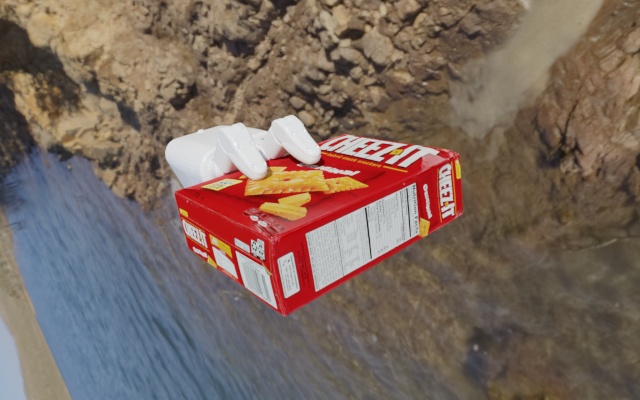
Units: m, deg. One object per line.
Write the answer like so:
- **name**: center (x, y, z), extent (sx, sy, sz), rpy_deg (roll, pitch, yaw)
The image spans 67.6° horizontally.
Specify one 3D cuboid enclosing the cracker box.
- **cracker box**: center (0.000, 0.002, 0.444), extent (0.213, 0.072, 0.164), rpy_deg (-24, 27, -33)
